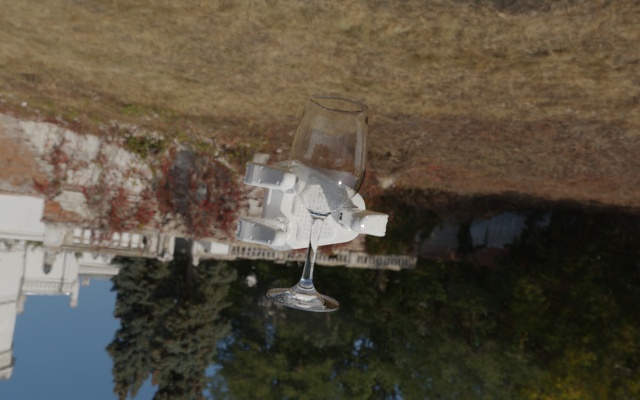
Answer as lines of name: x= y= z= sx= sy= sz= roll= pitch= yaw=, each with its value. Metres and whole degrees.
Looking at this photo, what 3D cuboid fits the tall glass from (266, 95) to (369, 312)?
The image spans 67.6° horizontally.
tall glass: x=0.000 y=0.002 z=0.475 sx=0.079 sy=0.201 sz=0.079 roll=10 pitch=2 yaw=0
